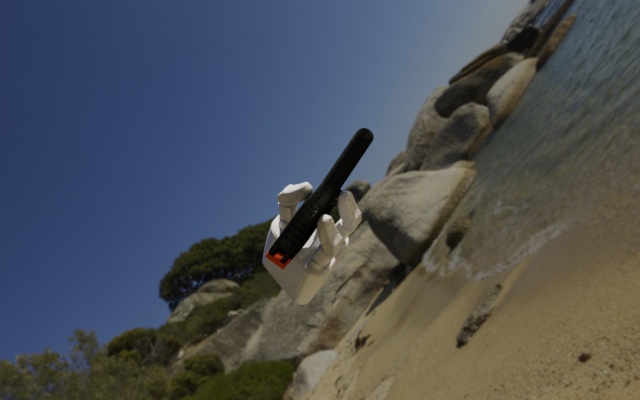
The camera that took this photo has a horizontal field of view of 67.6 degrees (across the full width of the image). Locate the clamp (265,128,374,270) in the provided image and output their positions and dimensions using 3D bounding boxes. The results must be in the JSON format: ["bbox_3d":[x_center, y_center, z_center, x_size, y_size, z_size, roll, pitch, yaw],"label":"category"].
[{"bbox_3d":[-0.001,0.002,0.642,0.036,0.210,0.165,34,-39,8],"label":"clamp"}]
